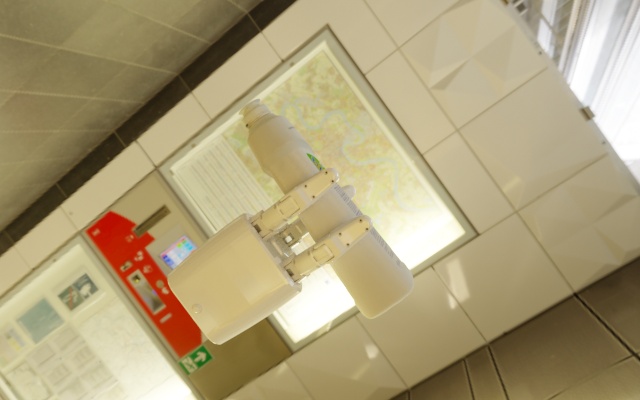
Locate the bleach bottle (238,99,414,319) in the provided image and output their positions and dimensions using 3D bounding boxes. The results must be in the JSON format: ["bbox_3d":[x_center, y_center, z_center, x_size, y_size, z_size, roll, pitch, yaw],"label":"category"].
[{"bbox_3d":[0.000,0.002,0.513,0.068,0.251,0.102,-36,1,5],"label":"bleach bottle"}]
